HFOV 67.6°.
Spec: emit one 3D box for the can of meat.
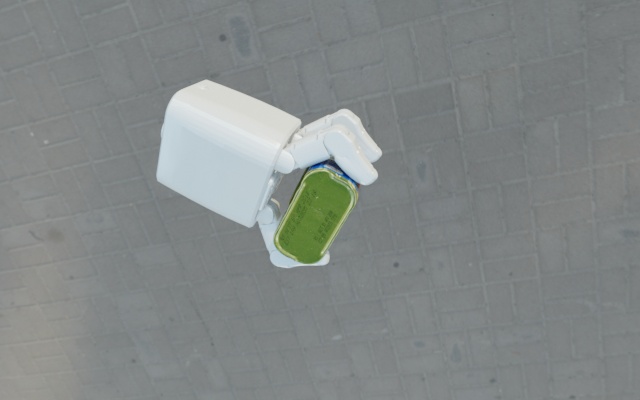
[{"bbox_3d":[0.000,0.002,0.464,0.057,0.102,0.084,28,25,-2],"label":"can of meat"}]
